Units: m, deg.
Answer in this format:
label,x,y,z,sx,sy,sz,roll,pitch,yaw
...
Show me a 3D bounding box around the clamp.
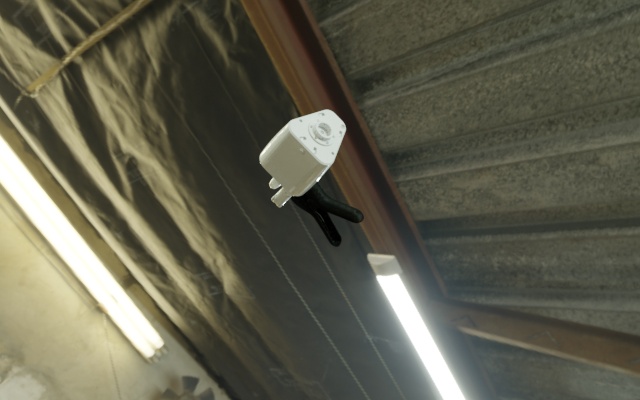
label,x,y,z,sx,sy,sz,roll,pitch,yaw
clamp,0.000,0.002,0.851,0.039,0.171,0.120,-48,5,-40
